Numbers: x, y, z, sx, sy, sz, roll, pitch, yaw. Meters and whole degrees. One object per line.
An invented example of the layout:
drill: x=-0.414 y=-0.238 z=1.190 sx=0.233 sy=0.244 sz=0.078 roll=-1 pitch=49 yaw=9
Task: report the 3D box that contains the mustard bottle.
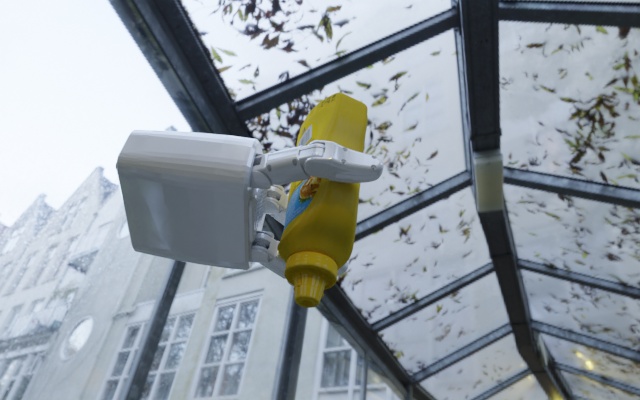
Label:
mustard bottle: x=0.000 y=0.001 z=0.413 sx=0.058 sy=0.191 sz=0.096 roll=22 pitch=-40 yaw=-17
